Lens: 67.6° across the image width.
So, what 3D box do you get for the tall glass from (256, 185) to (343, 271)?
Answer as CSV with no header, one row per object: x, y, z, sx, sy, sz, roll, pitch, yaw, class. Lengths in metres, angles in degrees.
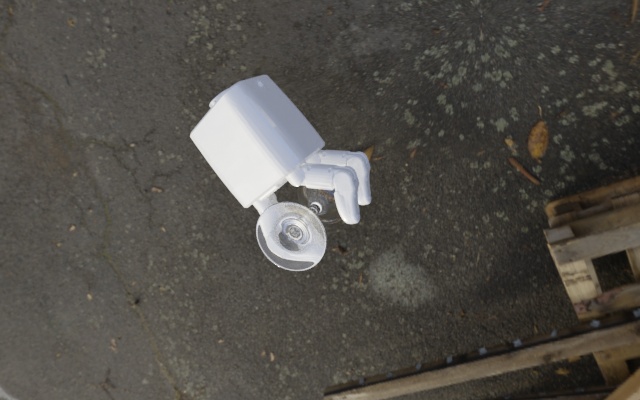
0.000,0.002,0.556,0.079,0.079,0.201,0,20,19,tall glass
